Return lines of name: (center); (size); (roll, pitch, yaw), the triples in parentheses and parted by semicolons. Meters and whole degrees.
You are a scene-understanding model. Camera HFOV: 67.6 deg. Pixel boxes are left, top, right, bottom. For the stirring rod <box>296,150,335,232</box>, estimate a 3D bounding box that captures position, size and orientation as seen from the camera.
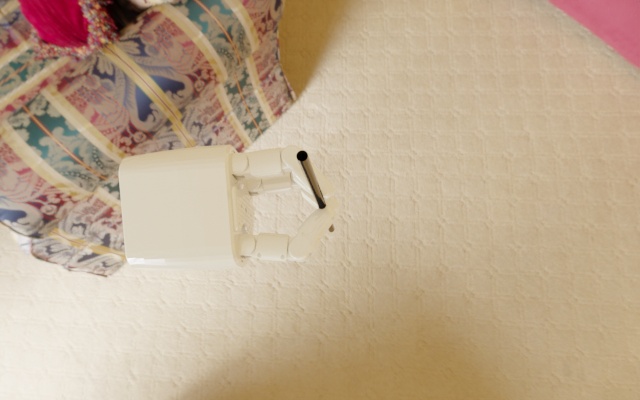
stirring rod: (0.000, 0.001, 0.435); (0.011, 0.011, 0.239); (0, -15, 6)
